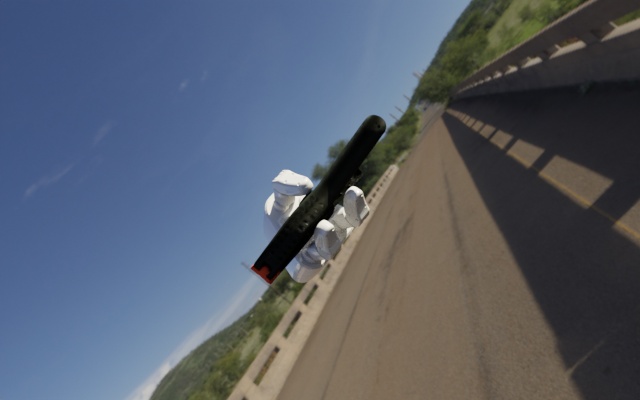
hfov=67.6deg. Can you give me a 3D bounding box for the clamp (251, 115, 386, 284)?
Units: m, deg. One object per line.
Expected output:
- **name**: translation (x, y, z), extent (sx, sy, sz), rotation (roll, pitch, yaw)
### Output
- **clamp**: translation (-0.001, 0.002, 0.542), extent (0.036, 0.210, 0.165), rotation (38, -23, 8)
